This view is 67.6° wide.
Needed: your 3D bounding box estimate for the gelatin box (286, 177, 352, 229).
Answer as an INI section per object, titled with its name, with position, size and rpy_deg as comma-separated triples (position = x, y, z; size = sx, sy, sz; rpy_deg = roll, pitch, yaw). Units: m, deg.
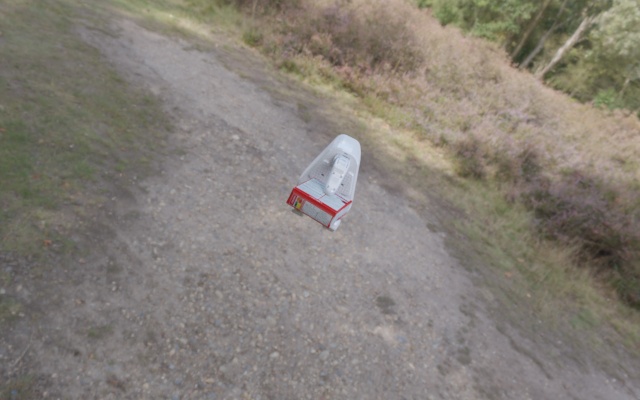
[gelatin box]
position = 0.000, 0.002, 0.706
size = 0.073, 0.030, 0.089
rpy_deg = 31, 20, 10
